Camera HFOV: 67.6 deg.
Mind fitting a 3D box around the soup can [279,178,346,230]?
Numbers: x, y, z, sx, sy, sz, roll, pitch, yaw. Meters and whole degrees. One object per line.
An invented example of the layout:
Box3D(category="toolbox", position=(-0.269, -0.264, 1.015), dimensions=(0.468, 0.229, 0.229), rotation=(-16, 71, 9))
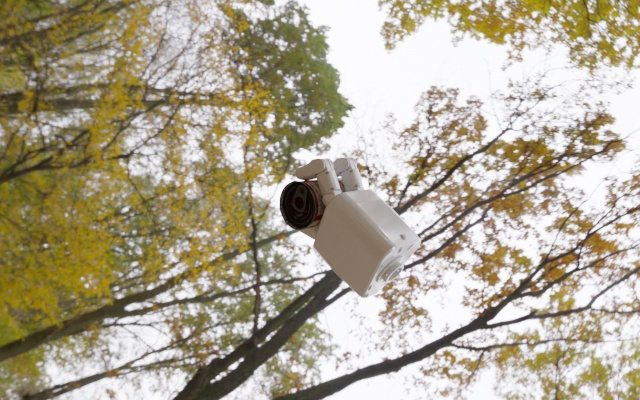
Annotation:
Box3D(category="soup can", position=(0.000, 0.002, 0.689), dimensions=(0.068, 0.068, 0.102), rotation=(0, 5, 40))
